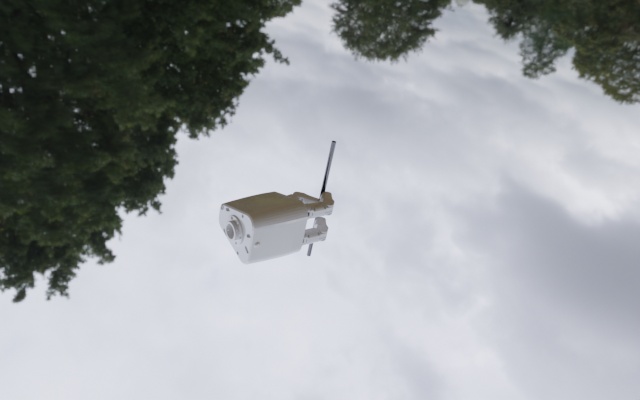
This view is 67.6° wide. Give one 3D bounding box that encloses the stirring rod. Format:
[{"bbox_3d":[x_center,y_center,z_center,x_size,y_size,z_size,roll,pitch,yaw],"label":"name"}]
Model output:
[{"bbox_3d":[0.000,0.003,0.872,0.011,0.240,0.011,10,28,-5],"label":"stirring rod"}]
